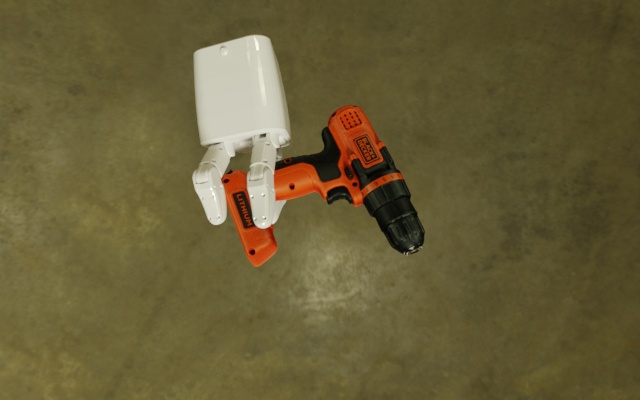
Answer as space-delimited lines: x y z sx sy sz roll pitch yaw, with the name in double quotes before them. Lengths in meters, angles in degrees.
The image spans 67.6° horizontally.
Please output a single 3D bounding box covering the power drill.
"power drill" 0.000 0.002 0.522 0.187 0.184 0.057 -22 -21 -6
